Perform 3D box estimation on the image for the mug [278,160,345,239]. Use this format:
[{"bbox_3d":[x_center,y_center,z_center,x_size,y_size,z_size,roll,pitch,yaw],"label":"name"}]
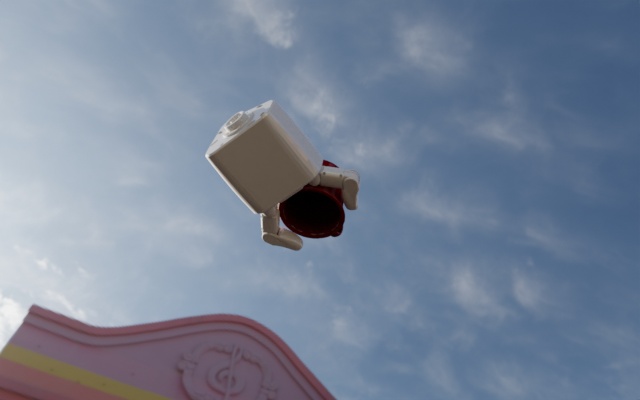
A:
[{"bbox_3d":[0.001,0.003,0.693,0.093,0.117,0.081,-24,32,27],"label":"mug"}]
